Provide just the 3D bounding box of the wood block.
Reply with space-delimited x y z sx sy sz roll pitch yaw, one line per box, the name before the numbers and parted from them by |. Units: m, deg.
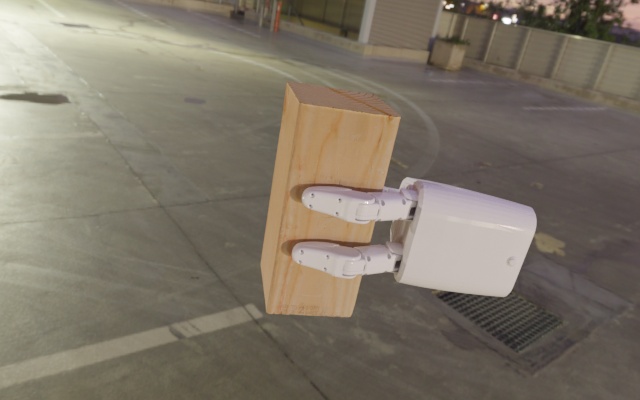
wood block | 0.000 0.001 0.465 0.090 0.206 0.090 5 24 -13
